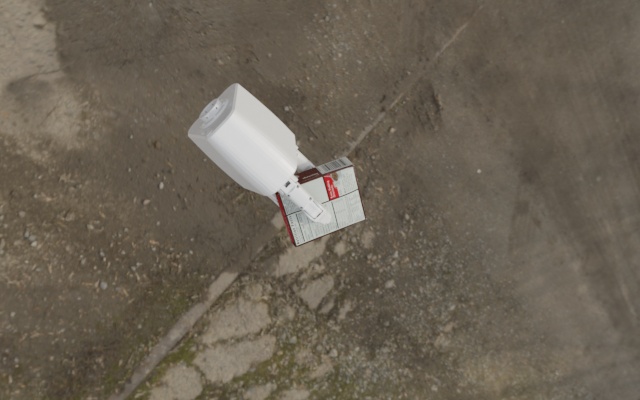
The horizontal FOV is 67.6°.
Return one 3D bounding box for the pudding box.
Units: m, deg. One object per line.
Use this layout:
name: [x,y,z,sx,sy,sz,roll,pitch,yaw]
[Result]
pudding box: [0.000,0.002,0.657,0.113,0.090,0.039,-20,27,-9]
